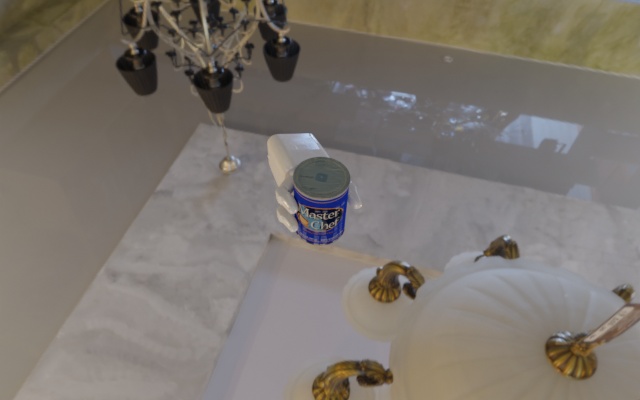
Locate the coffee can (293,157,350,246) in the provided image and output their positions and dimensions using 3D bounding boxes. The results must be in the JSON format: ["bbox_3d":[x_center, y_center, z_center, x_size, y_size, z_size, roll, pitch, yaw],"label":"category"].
[{"bbox_3d":[0.000,0.003,0.898,0.103,0.102,0.140,0,-41,-2],"label":"coffee can"}]
